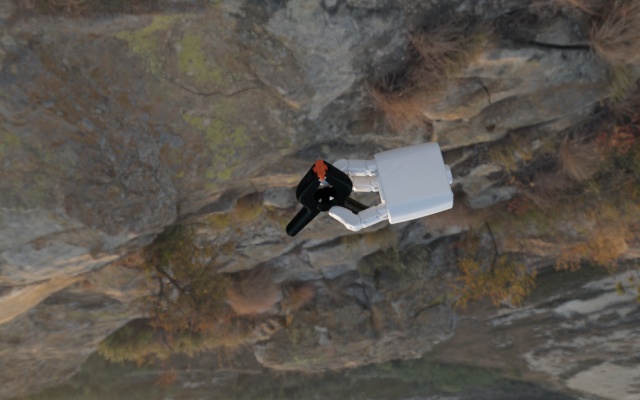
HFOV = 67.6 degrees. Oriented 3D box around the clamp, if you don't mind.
[{"bbox_3d":[0.000,0.003,0.812,0.164,0.036,0.210,-16,-29,5],"label":"clamp"}]
